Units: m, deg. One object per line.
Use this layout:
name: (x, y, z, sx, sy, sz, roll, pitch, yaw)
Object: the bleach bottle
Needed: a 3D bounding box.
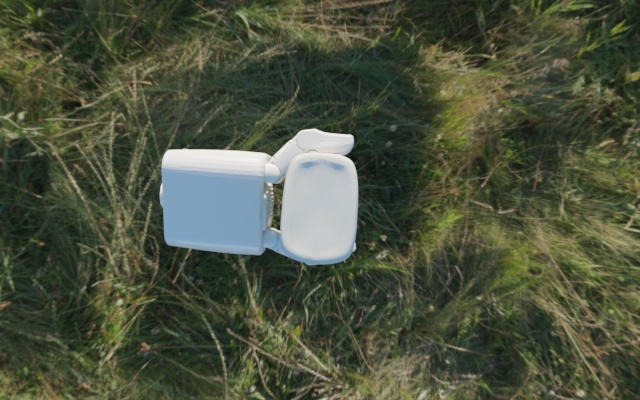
bleach bottle: (0.000, 0.002, 0.539, 0.068, 0.102, 0.251, 4, 2, 0)
